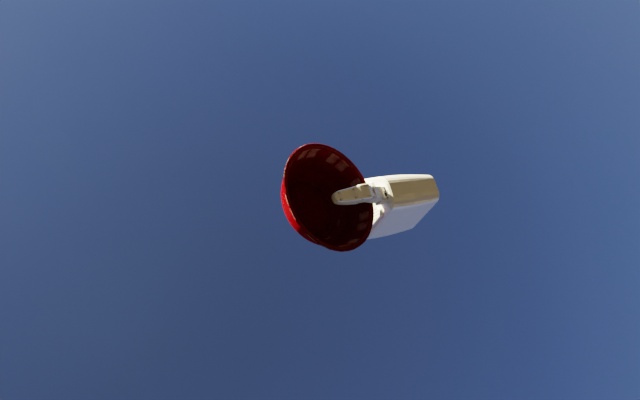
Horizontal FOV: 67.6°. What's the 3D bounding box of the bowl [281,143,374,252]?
[{"bbox_3d":[-0.001,0.002,0.683,0.162,0.162,0.055,0,-21,-41],"label":"bowl"}]
